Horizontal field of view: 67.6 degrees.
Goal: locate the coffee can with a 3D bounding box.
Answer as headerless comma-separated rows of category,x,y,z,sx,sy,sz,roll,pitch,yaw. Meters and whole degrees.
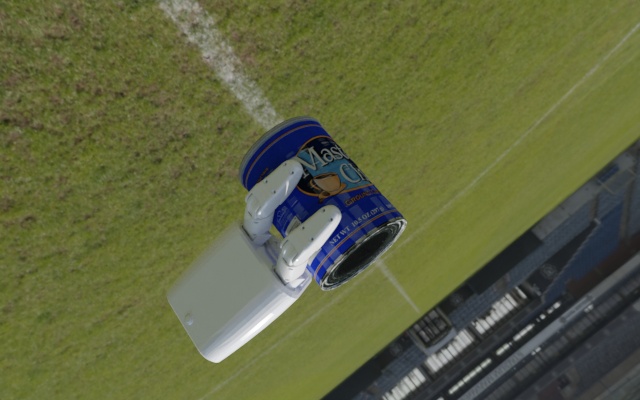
coffee can,0.000,0.001,0.469,0.103,0.140,0.103,-34,-21,-15
